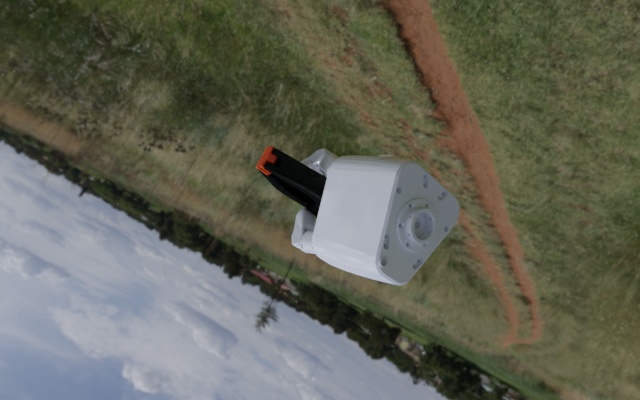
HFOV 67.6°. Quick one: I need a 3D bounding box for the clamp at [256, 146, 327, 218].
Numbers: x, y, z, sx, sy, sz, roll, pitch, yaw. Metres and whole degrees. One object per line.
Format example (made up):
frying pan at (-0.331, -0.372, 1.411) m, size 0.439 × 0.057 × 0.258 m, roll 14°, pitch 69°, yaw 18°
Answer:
clamp at (-0.001, 0.002, 0.590) m, size 0.210 × 0.036 × 0.164 m, roll 35°, pitch -15°, yaw -30°
